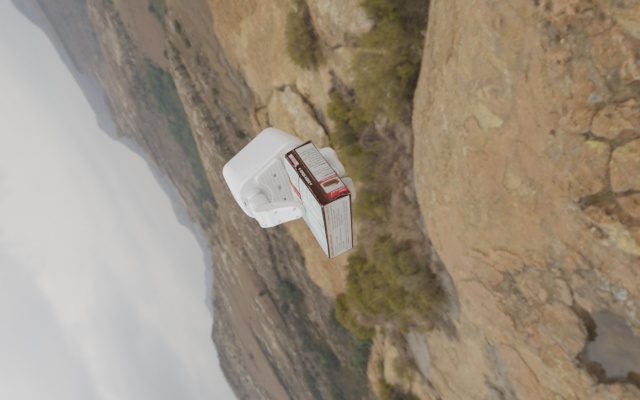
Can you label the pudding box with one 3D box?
[{"bbox_3d":[0.000,0.002,0.548,0.039,0.090,0.114,-28,-34,-12],"label":"pudding box"}]
